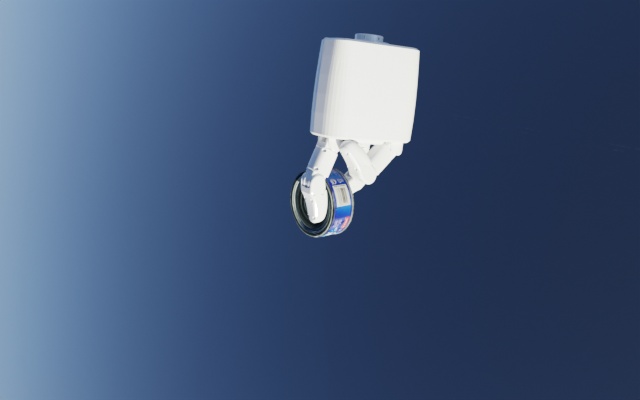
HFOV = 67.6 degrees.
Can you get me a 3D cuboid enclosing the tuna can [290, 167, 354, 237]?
[{"bbox_3d":[0.000,0.002,0.590,0.034,0.086,0.086,-10,6,-39],"label":"tuna can"}]
